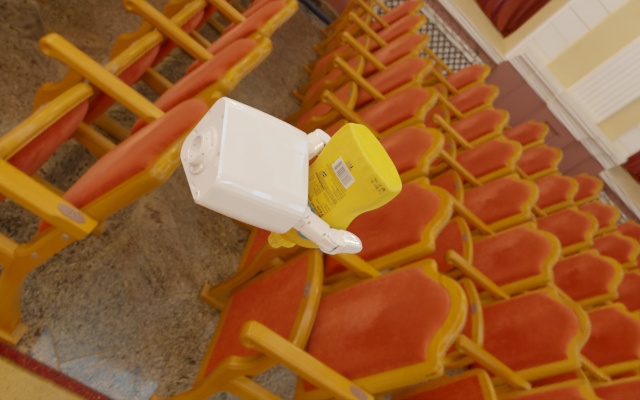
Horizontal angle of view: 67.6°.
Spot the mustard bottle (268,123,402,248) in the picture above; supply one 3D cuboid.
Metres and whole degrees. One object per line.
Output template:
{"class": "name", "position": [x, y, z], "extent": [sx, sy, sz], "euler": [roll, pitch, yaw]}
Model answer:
{"class": "mustard bottle", "position": [0.000, 0.002, 0.572], "extent": [0.192, 0.096, 0.058], "euler": [-40, -19, 31]}
